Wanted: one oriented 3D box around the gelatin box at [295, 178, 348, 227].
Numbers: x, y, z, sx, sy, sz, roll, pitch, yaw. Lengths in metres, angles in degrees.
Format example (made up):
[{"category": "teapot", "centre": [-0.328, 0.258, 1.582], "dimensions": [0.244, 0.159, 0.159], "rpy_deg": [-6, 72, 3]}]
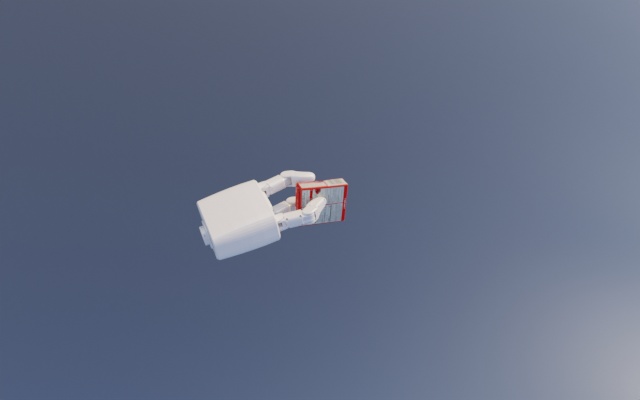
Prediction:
[{"category": "gelatin box", "centre": [0.001, 0.003, 0.831], "dimensions": [0.089, 0.073, 0.030], "rpy_deg": [-6, 29, -19]}]
